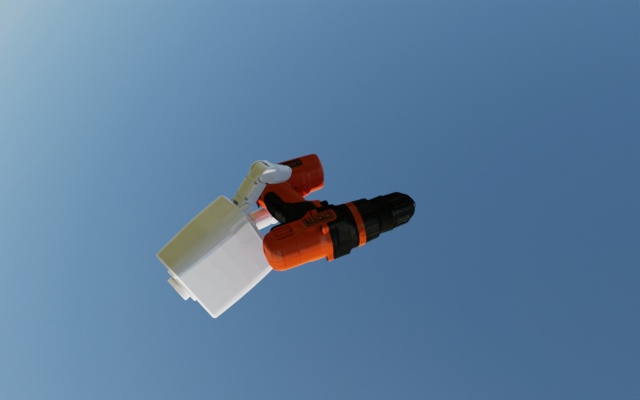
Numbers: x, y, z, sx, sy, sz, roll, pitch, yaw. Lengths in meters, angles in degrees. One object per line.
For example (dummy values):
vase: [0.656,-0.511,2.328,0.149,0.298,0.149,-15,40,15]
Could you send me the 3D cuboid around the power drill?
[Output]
power drill: [0.000,0.002,0.599,0.184,0.057,0.187,-17,29,-15]
